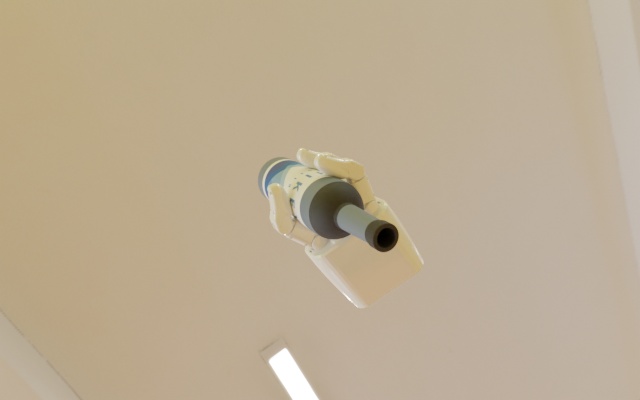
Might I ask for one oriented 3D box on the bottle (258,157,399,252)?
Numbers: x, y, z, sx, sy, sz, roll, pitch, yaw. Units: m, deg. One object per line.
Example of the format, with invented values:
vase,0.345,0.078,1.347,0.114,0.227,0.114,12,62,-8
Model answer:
bottle,0.000,0.002,0.556,0.069,0.069,0.295,0,12,-24
